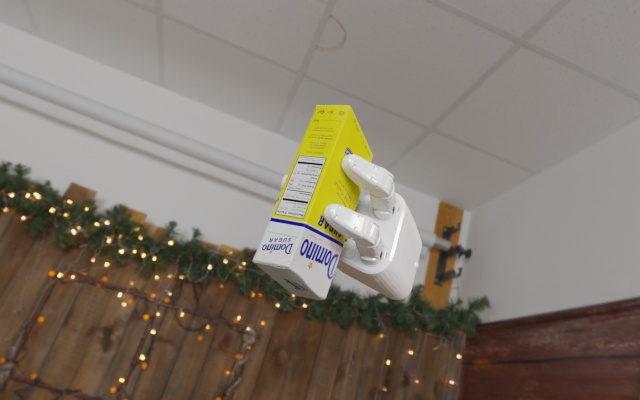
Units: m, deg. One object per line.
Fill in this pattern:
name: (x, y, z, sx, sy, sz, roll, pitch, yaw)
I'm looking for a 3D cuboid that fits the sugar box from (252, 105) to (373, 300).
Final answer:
sugar box: (0.001, 0.002, 0.476, 0.048, 0.176, 0.093, 5, -26, 26)
